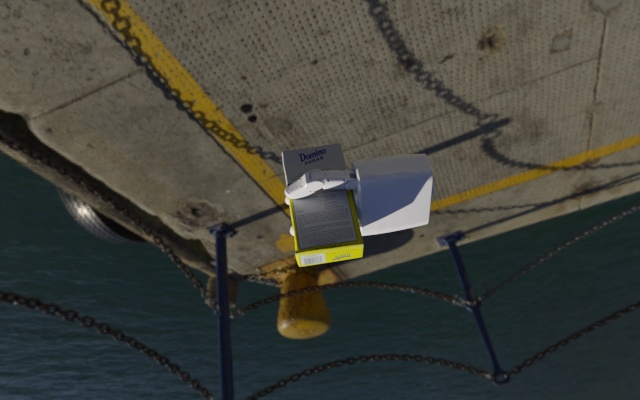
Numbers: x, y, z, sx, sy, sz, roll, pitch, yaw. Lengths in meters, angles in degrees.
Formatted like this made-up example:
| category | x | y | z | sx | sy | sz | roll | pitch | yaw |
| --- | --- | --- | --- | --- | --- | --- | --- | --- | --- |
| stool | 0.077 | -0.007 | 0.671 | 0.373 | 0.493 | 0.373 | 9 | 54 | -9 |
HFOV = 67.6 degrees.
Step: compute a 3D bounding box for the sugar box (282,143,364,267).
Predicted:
| category | x | y | z | sx | sy | sz | roll | pitch | yaw |
| --- | --- | --- | --- | --- | --- | --- | --- | --- | --- |
| sugar box | 0.000 | 0.003 | 0.691 | 0.093 | 0.176 | 0.048 | -8 | -34 | -3 |
